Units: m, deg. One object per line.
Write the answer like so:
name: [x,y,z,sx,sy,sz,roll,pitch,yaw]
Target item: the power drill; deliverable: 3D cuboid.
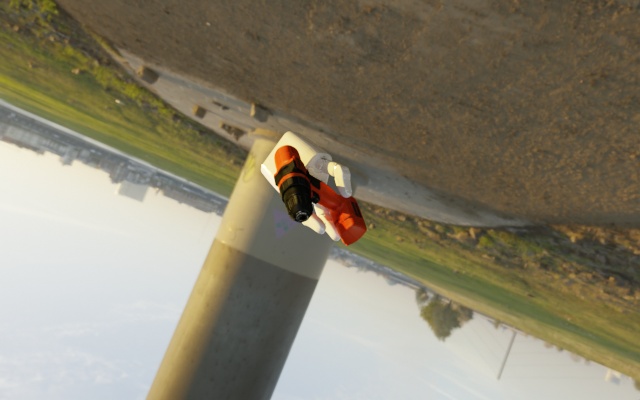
power drill: [0.000,0.003,0.826,0.057,0.184,0.188,-38,-53,18]
